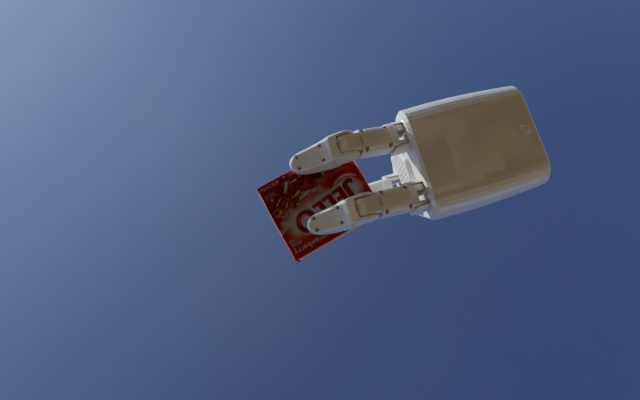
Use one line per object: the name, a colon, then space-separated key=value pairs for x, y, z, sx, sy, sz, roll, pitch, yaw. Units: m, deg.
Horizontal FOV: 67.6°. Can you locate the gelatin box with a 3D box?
gelatin box: x=0.000 y=0.002 z=0.424 sx=0.089 sy=0.073 sz=0.030 roll=-29 pitch=-12 yaw=-2
